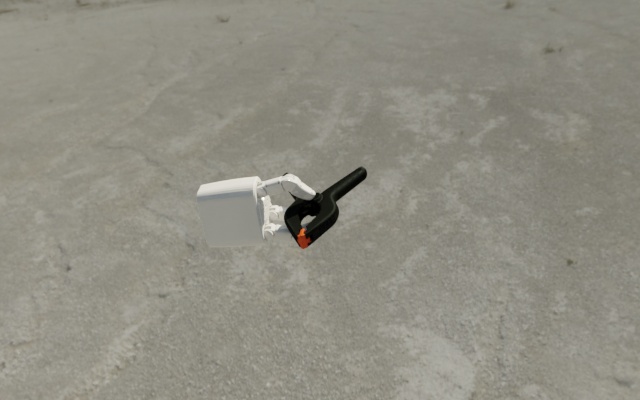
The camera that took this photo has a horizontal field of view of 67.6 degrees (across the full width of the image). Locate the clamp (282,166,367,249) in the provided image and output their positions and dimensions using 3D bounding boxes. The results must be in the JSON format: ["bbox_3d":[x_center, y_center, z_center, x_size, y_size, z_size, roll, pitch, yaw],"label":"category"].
[{"bbox_3d":[0.000,0.002,0.828,0.164,0.036,0.209,-8,34,10],"label":"clamp"}]
